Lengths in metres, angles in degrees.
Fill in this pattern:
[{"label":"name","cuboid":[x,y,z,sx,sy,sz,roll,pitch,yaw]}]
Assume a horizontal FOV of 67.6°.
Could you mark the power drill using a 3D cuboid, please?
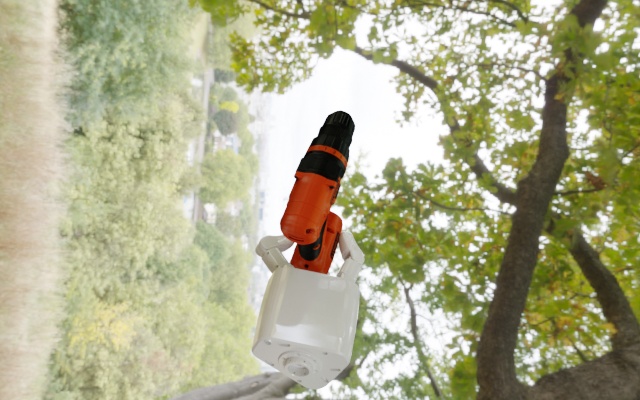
[{"label":"power drill","cuboid":[0.000,0.002,0.612,0.057,0.184,0.188,16,-31,11]}]
